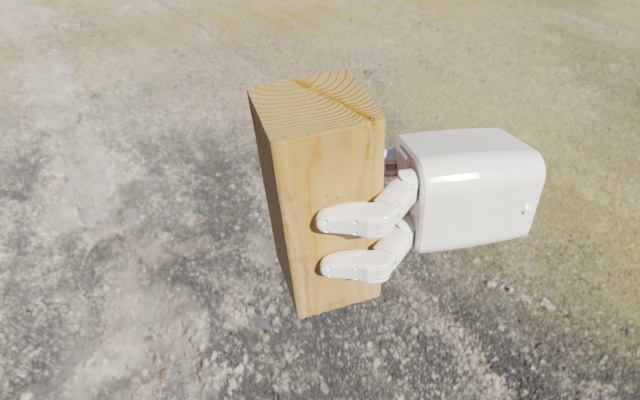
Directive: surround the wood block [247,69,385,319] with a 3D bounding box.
[{"bbox_3d":[0.000,0.001,0.435,0.090,0.206,0.090,-14,41,-10],"label":"wood block"}]
